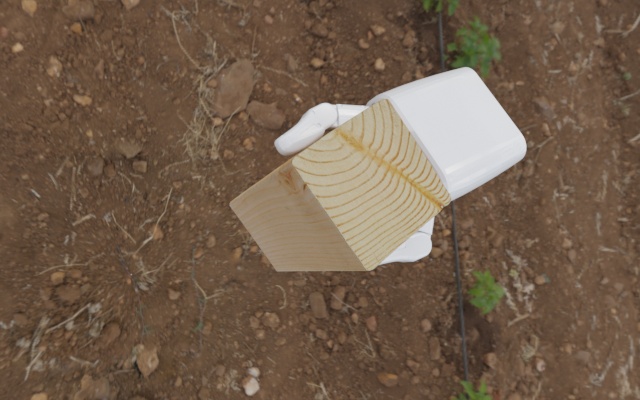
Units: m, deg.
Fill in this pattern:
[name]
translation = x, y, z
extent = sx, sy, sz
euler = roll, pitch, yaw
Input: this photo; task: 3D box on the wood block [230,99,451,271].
[wood block]
translation = 0.000, 0.001, 0.415
extent = 0.090, 0.091, 0.206
euler = -36, 6, -22
